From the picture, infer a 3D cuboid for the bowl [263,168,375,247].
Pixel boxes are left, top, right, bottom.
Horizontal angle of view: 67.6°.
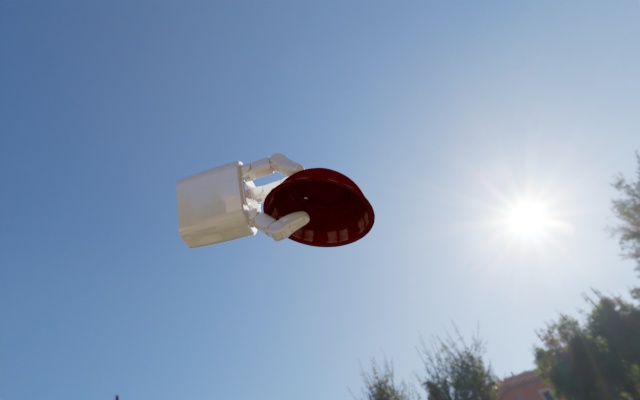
[{"bbox_3d":[0.001,0.002,0.702,0.162,0.055,0.162,5,-39,4],"label":"bowl"}]
